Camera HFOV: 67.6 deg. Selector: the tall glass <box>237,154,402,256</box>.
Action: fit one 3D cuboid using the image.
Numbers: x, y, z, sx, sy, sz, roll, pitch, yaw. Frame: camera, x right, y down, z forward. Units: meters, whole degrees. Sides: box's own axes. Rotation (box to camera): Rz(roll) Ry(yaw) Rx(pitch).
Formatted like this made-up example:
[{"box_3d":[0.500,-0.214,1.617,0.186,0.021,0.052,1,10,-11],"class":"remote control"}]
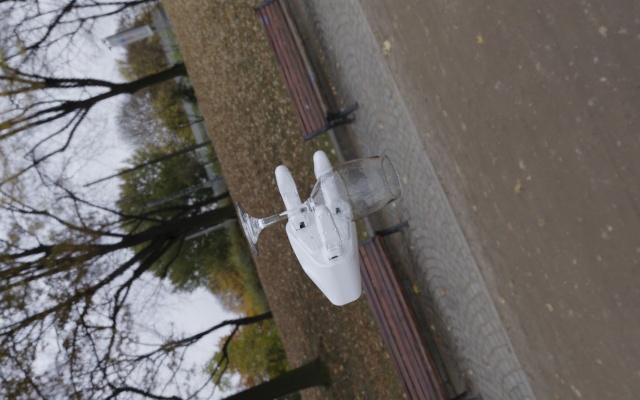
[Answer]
[{"box_3d":[-0.001,0.002,0.616,0.201,0.079,0.079,-20,1,-4],"class":"tall glass"}]
